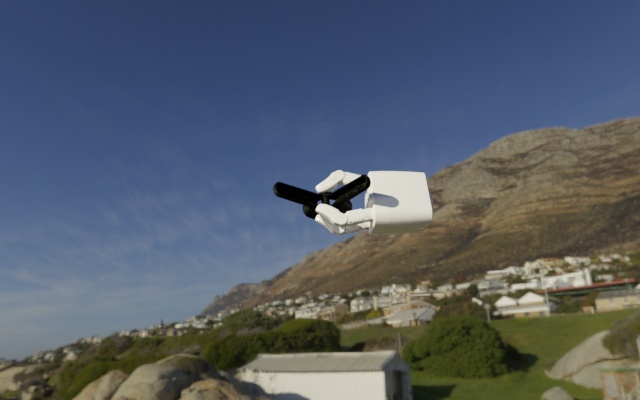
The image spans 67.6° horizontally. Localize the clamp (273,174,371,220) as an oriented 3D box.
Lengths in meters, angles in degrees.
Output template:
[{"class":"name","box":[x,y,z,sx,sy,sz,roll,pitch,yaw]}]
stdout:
[{"class":"clamp","box":[0.000,0.002,0.884,0.164,0.036,0.210,-2,-19,-2]}]
